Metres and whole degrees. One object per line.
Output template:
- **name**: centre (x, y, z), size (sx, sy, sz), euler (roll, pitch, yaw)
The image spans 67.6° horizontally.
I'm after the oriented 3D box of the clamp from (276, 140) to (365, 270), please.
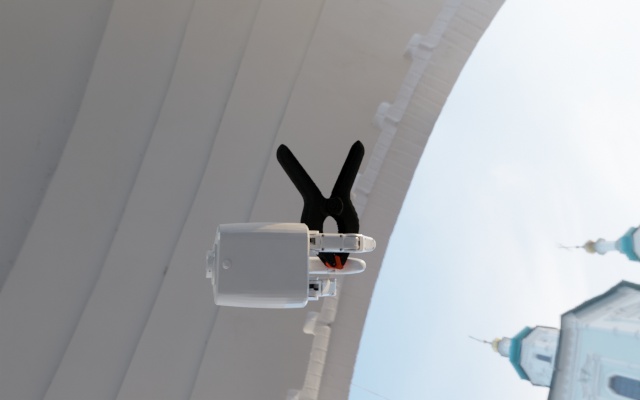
- **clamp**: centre (0.000, 0.002, 0.613), size (0.120, 0.171, 0.039), euler (3, -8, -15)
